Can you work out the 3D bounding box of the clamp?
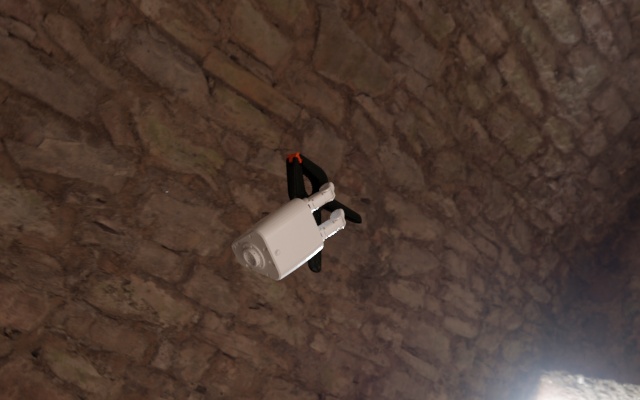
[{"bbox_3d":[-0.001,0.003,0.877,0.036,0.210,0.164,-6,23,43],"label":"clamp"}]
